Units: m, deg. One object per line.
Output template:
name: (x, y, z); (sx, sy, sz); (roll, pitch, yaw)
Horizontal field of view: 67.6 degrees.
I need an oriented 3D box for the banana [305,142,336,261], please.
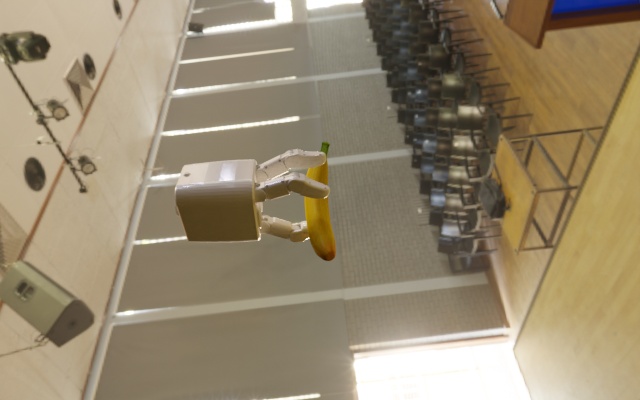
banana: (-0.002, 0.010, 0.689); (0.037, 0.197, 0.070); (1, -34, -7)
